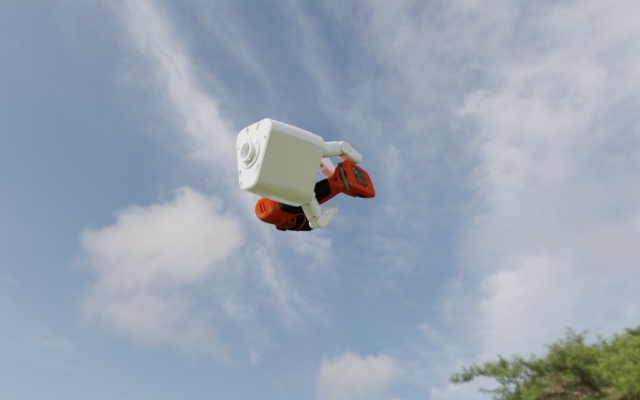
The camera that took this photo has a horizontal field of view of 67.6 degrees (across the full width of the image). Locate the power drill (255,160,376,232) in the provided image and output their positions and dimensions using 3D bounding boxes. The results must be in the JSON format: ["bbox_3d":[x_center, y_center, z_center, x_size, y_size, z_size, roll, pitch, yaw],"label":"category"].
[{"bbox_3d":[0.000,0.003,0.860,0.188,0.057,0.184,-27,-19,20],"label":"power drill"}]
